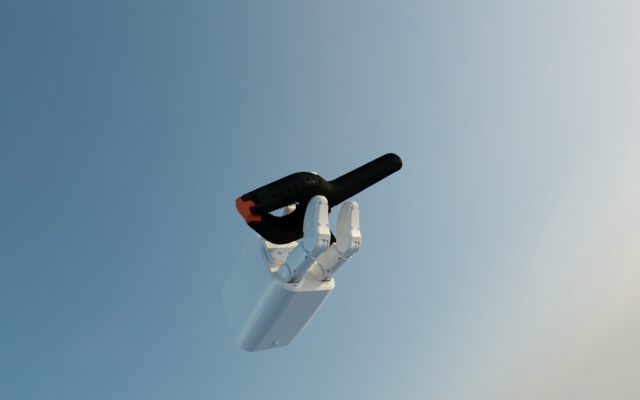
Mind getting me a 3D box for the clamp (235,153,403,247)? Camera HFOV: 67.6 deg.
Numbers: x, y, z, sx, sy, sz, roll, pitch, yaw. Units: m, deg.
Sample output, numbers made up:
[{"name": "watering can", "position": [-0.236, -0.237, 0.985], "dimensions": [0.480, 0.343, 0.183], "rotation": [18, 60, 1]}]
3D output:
[{"name": "clamp", "position": [-0.001, 0.001, 0.551], "dimensions": [0.210, 0.165, 0.036], "rotation": [8, 32, -48]}]
